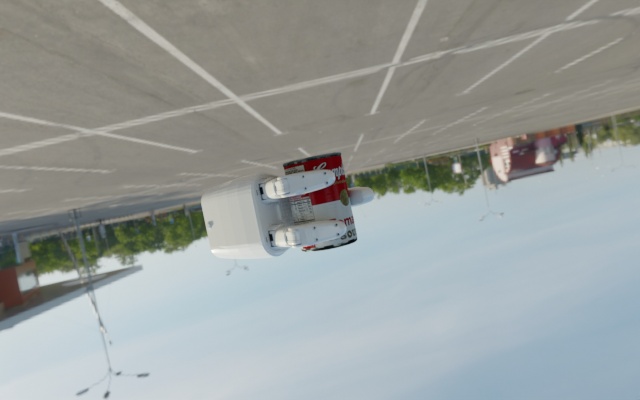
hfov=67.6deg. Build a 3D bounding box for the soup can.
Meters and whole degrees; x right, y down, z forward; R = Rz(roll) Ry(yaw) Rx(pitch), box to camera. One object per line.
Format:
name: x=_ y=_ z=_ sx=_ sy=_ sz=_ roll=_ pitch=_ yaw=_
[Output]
soup can: x=0.001 y=0.002 z=0.543 sx=0.068 sy=0.102 sz=0.068 roll=-11 pitch=2 yaw=0
